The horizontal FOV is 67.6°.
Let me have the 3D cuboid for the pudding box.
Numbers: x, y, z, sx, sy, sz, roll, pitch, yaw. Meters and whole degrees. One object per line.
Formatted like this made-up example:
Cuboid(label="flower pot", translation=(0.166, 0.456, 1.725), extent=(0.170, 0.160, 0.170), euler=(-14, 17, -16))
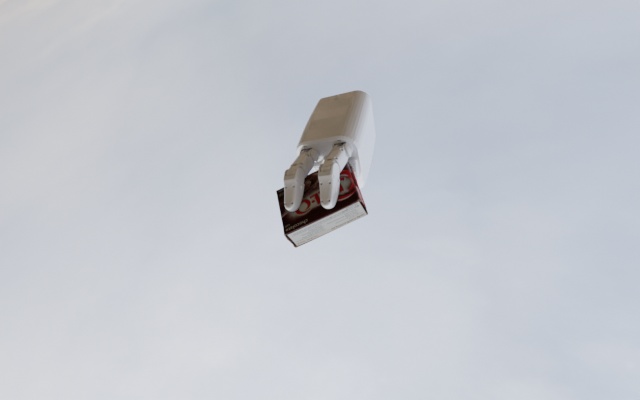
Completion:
Cuboid(label="pudding box", translation=(0.000, 0.002, 0.654), extent=(0.113, 0.090, 0.039), euler=(-27, -48, 11))
